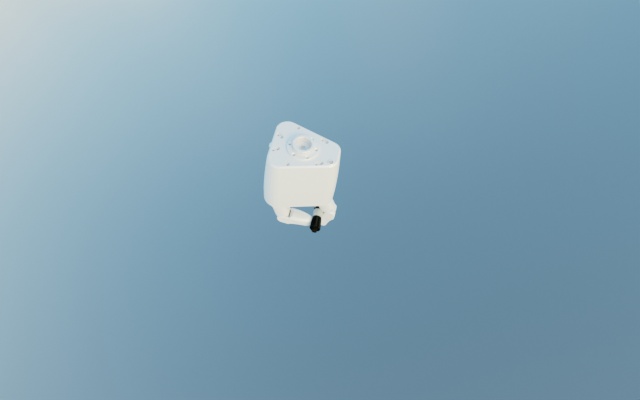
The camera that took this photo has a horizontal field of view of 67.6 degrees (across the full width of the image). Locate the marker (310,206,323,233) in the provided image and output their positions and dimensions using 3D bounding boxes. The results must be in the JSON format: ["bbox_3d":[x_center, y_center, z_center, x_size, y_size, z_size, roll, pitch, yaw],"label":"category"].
[{"bbox_3d":[0.000,0.003,0.839,0.020,0.121,0.020,9,-33,6],"label":"marker"}]
